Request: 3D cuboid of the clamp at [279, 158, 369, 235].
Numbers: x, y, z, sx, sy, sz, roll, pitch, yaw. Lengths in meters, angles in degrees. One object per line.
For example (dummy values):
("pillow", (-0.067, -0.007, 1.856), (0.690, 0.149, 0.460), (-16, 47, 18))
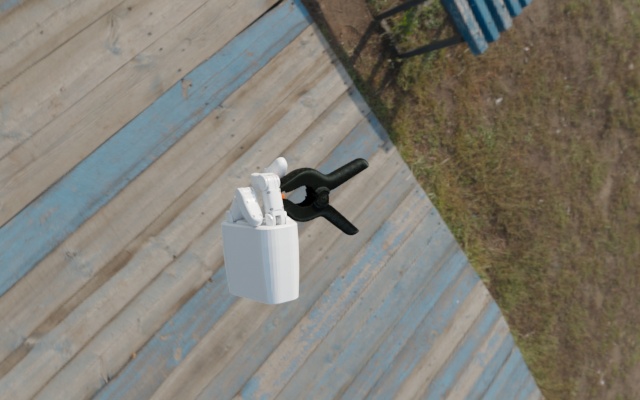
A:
("clamp", (0.000, 0.002, 0.705), (0.171, 0.120, 0.039), (-7, 10, -30))
